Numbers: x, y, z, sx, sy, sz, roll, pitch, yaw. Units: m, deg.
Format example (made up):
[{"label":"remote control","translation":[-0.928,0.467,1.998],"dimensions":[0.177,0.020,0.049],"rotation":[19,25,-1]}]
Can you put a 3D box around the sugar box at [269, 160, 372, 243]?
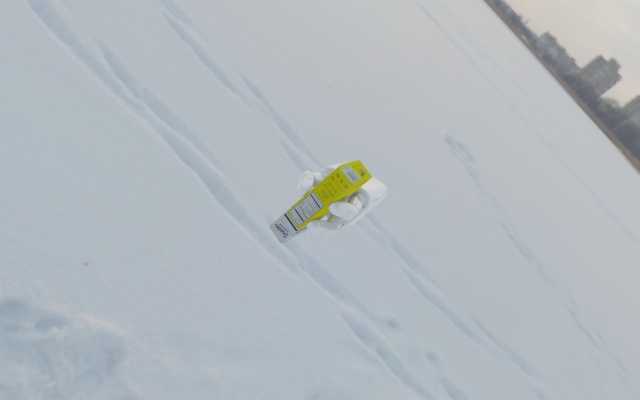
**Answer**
[{"label":"sugar box","translation":[0.001,0.003,0.826],"dimensions":[0.176,0.048,0.093],"rotation":[-43,-10,28]}]
